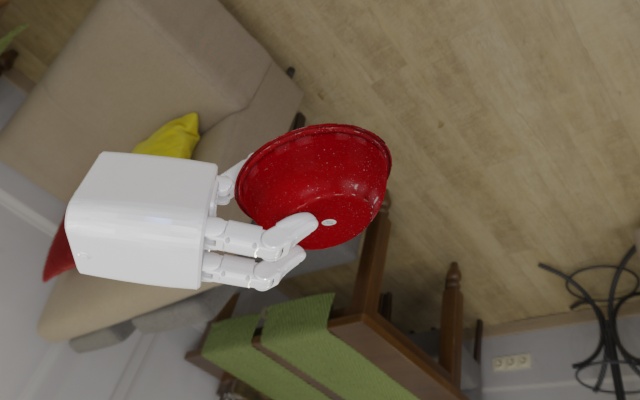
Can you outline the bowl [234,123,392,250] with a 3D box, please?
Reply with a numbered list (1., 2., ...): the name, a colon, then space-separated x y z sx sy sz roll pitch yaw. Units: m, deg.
1. bowl: 0.001 0.002 0.467 0.162 0.055 0.162 -11 -35 -8
